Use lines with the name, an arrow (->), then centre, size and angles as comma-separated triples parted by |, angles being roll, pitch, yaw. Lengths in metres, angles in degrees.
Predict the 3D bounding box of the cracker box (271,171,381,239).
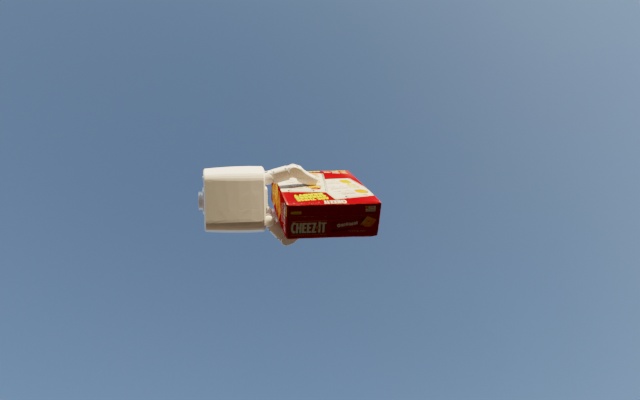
cracker box -> 0.000, 0.003, 0.895 | 0.164, 0.072, 0.213 | -2, 19, -12
